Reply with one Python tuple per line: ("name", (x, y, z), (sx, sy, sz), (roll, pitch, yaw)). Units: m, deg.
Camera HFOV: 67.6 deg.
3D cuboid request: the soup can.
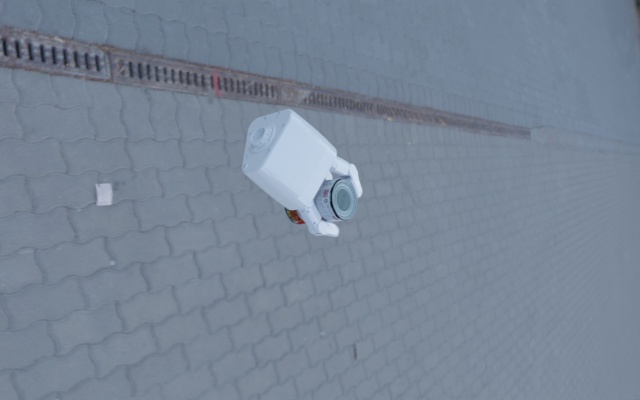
("soup can", (0.001, 0.003, 0.780), (0.102, 0.068, 0.068), (-7, -4, 40))
